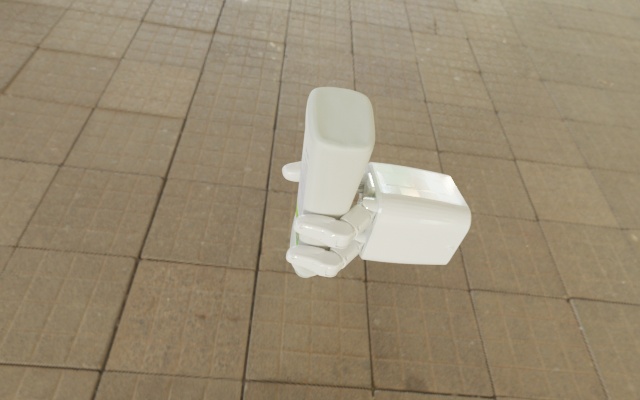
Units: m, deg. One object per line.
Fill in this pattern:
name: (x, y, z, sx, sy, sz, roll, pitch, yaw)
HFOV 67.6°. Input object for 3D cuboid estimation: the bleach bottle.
bleach bottle: (0.000, 0.002, 0.553, 0.068, 0.102, 0.251, 6, -43, -7)
